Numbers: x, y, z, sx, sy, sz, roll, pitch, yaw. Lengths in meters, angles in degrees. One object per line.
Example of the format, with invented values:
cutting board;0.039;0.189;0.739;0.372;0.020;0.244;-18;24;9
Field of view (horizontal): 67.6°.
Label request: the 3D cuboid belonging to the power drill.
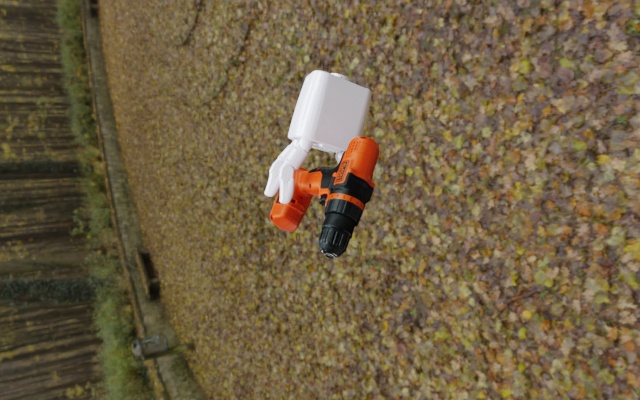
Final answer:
power drill;0.000;0.002;0.718;0.057;0.184;0.187;34;-26;-29
